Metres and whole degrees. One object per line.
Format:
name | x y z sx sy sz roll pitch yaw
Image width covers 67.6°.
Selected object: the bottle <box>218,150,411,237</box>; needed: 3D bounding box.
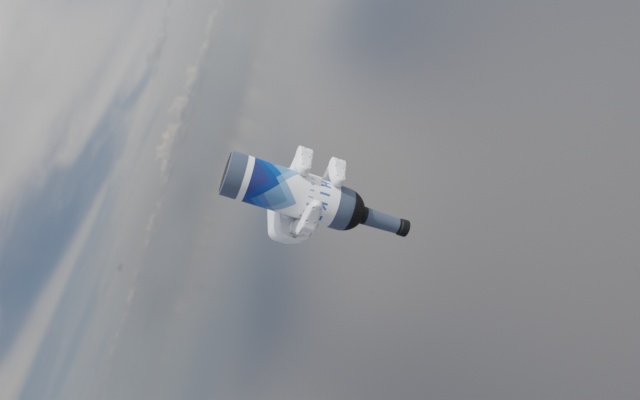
bottle | 0.000 0.002 0.717 0.296 0.069 0.069 17 -5 -15
